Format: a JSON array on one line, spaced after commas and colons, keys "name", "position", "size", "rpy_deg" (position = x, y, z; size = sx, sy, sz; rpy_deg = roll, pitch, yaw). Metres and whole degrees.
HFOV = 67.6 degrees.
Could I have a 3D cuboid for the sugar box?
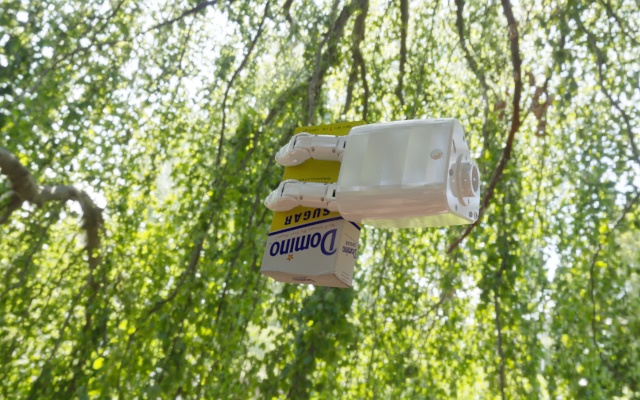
[{"name": "sugar box", "position": [0.000, 0.001, 0.517], "size": [0.093, 0.176, 0.048], "rpy_deg": [-2, -27, 31]}]
